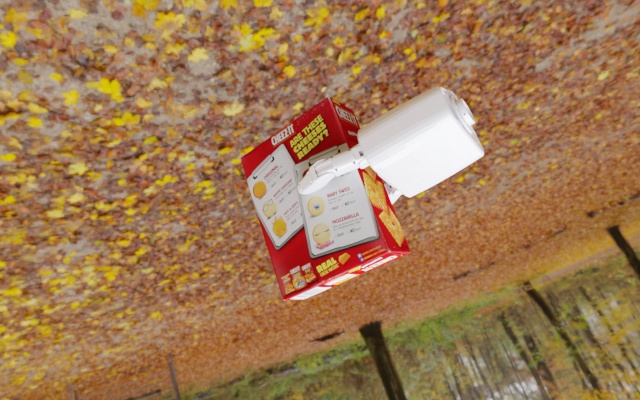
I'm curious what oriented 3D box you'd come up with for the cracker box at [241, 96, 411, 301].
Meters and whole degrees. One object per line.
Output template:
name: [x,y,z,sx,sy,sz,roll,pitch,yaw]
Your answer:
cracker box: [0.000,0.002,0.626,0.164,0.213,0.072,-30,-22,27]
